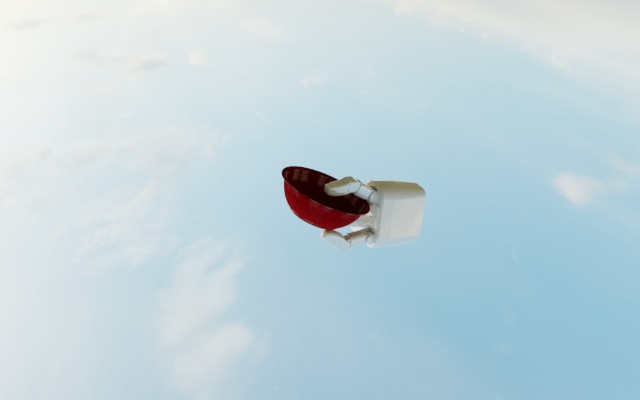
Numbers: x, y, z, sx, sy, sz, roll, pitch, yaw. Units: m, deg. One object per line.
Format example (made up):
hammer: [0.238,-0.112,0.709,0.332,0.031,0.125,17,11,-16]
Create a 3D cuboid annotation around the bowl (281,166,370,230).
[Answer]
bowl: [-0.001,0.003,0.807,0.162,0.055,0.162,22,20,-8]
